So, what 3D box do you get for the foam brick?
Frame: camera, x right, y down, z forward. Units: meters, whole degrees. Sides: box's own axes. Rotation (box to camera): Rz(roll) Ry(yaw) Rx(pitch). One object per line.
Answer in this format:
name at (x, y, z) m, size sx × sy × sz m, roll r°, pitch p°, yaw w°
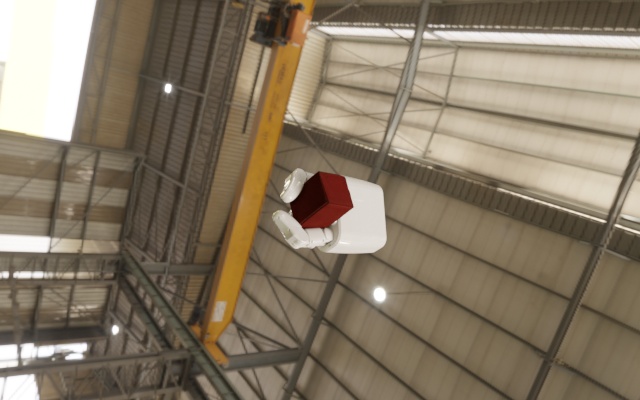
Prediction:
foam brick at (0.000, 0.002, 0.679) m, size 0.051 × 0.053 × 0.078 m, roll 9°, pitch -34°, yaw -38°
